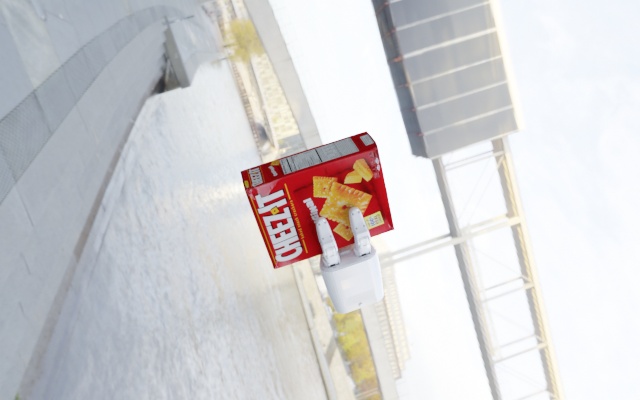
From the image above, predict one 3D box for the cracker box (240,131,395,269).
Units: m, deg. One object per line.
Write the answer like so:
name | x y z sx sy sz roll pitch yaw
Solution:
cracker box | 0.000 0.002 0.768 0.213 0.164 0.072 -18 33 -4
